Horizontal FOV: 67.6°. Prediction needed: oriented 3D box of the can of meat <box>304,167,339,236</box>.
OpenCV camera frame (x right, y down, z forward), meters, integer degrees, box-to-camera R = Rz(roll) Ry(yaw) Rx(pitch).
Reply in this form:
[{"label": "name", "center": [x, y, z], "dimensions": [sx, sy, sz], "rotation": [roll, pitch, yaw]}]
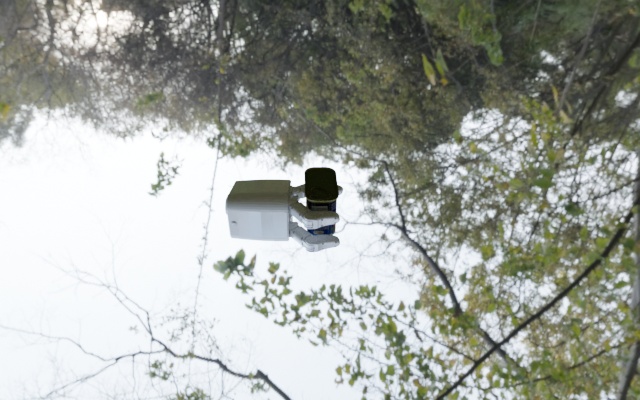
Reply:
[{"label": "can of meat", "center": [0.000, 0.003, 0.846], "dimensions": [0.057, 0.084, 0.102], "rotation": [-1, 37, -3]}]
